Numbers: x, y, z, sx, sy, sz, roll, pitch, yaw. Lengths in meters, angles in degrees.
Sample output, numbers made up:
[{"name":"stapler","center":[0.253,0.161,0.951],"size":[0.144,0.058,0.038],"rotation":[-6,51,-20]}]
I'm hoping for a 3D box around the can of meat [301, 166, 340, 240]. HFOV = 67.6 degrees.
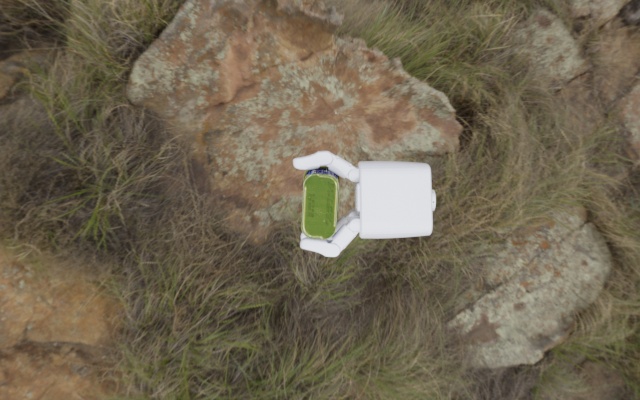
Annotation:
[{"name":"can of meat","center":[0.000,0.002,0.721],"size":[0.057,0.102,0.084],"rotation":[2,10,0]}]
